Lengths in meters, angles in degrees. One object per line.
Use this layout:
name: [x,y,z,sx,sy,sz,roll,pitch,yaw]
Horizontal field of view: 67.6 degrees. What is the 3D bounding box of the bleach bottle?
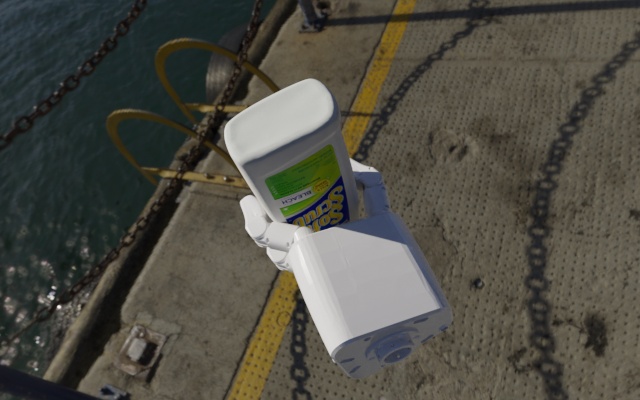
bleach bottle: [0.000,0.002,0.489,0.102,0.068,0.251,-27,-39,1]
